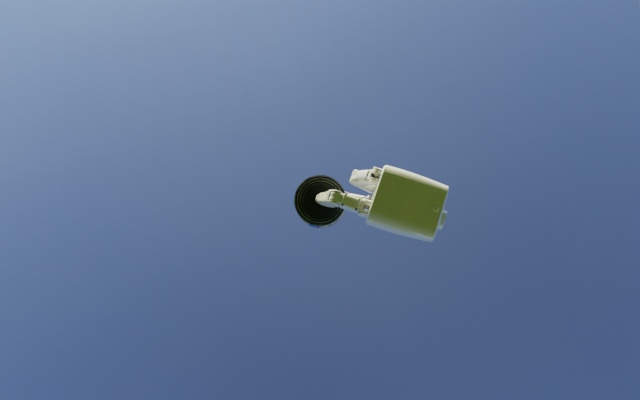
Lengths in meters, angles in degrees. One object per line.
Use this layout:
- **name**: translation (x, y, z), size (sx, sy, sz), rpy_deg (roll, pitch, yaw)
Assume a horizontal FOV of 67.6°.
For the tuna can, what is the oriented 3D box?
- **tuna can**: translation (0.000, 0.003, 0.799), size (0.086, 0.086, 0.034), rpy_deg (0, -12, 3)
